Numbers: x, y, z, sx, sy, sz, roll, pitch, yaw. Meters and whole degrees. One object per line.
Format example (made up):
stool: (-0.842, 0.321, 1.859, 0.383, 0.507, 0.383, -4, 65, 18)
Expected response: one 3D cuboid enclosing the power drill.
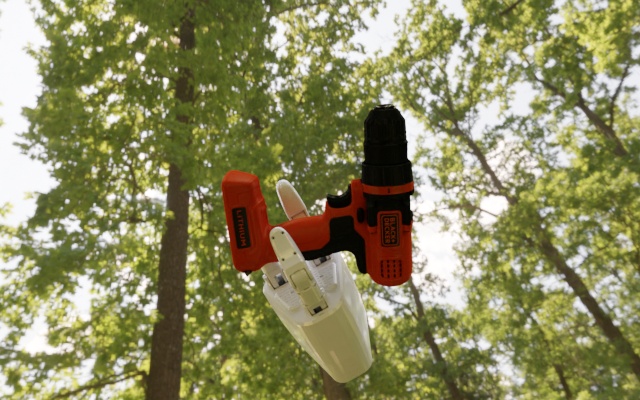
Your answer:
power drill: (0.000, 0.002, 0.481, 0.187, 0.184, 0.057, -3, 14, 7)
